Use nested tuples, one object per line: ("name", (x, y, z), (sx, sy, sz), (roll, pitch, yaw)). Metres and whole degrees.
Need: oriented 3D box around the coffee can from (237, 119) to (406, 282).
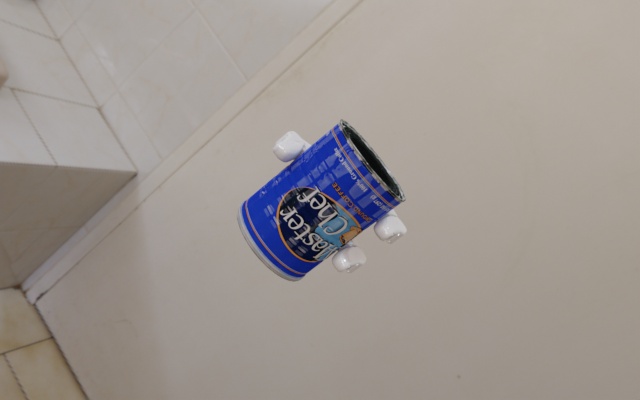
("coffee can", (0.000, 0.002, 0.489), (0.140, 0.103, 0.103), (-38, -12, 15))
